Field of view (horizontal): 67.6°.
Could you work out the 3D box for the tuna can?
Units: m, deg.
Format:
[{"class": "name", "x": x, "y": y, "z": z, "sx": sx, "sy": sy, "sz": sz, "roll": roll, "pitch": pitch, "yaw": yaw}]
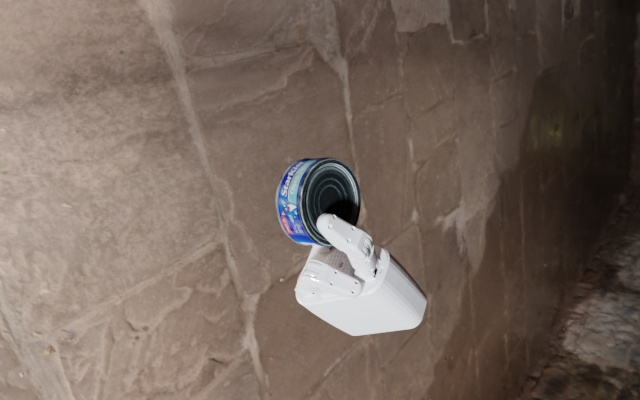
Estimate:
[{"class": "tuna can", "x": 0.000, "y": 0.001, "z": 0.458, "sx": 0.086, "sy": 0.086, "sz": 0.034, "roll": 0, "pitch": 0, "yaw": -45}]
